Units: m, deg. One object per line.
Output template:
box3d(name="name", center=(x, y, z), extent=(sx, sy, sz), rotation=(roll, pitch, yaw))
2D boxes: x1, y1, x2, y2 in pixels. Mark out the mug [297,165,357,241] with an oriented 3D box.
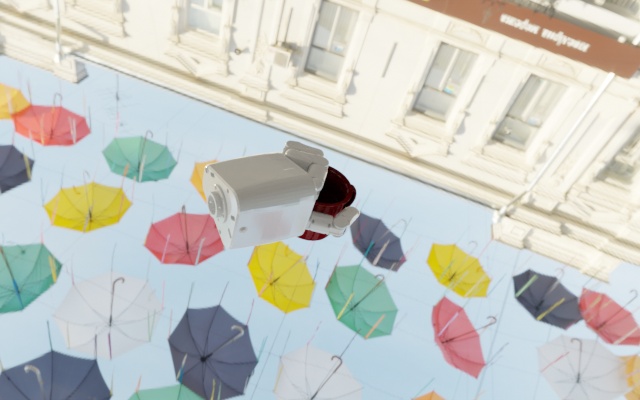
box3d(name="mug", center=(0.001, 0.002, 0.702), extent=(0.117, 0.082, 0.093), rotation=(-10, 49, -32))
